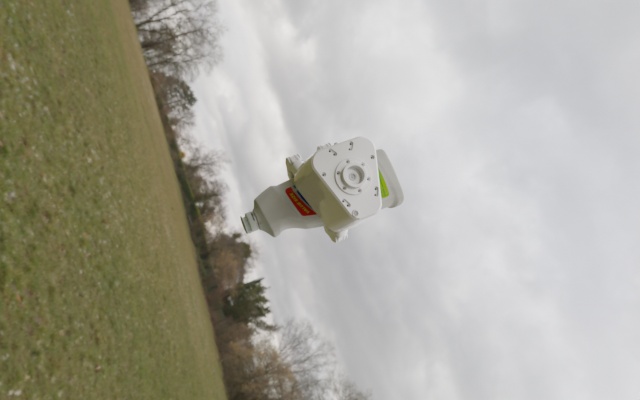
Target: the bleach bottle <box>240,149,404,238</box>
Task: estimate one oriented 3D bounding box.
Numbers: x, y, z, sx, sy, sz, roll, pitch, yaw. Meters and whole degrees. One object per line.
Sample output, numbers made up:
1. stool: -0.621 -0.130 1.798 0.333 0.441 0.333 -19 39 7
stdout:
1. bleach bottle: 0.000 0.002 0.752 0.251 0.102 0.068 -21 -5 -16
